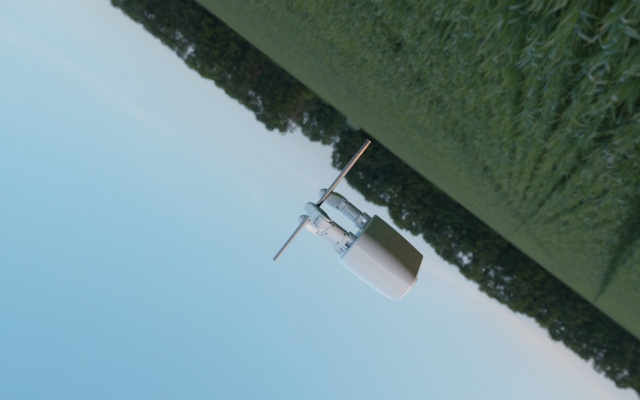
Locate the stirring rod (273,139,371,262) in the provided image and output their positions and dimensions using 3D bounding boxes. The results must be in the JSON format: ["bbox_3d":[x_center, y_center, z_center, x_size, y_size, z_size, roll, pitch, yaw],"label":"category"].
[{"bbox_3d":[0.000,0.002,0.743,0.011,0.239,0.011,37,10,-8],"label":"stirring rod"}]
